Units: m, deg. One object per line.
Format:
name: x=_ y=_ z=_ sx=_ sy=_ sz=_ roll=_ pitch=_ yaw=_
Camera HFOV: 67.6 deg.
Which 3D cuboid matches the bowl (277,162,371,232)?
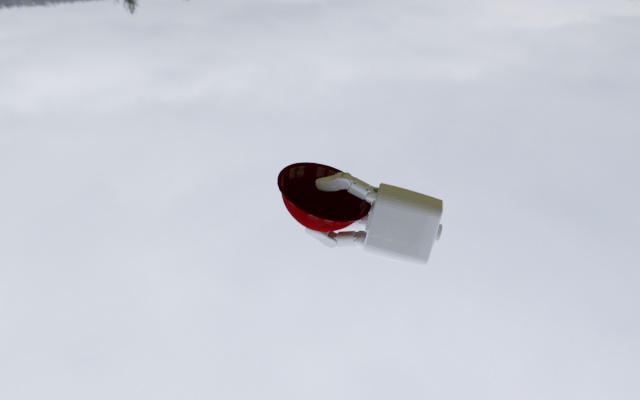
bowl: x=-0.001 y=0.002 z=0.796 sx=0.162 sy=0.055 sz=0.162 roll=14 pitch=34 yaw=-10
